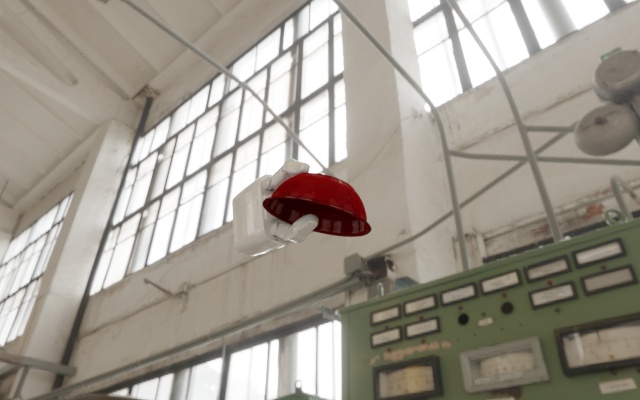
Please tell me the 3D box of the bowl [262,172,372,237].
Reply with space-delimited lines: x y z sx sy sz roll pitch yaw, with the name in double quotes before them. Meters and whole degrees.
"bowl" 0.001 0.002 0.697 0.162 0.055 0.162 13 -17 4
